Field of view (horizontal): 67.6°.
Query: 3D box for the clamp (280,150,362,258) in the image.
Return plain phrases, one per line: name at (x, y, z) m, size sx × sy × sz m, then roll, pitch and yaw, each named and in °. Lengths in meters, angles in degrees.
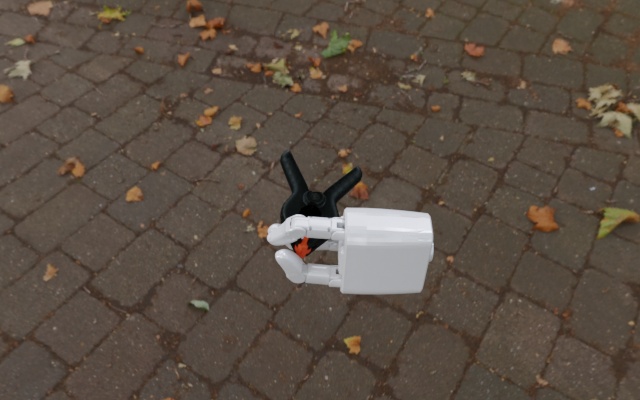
clamp at (0.000, 0.002, 0.653) m, size 0.120 × 0.171 × 0.039 m, roll 2°, pitch -36°, yaw -1°
